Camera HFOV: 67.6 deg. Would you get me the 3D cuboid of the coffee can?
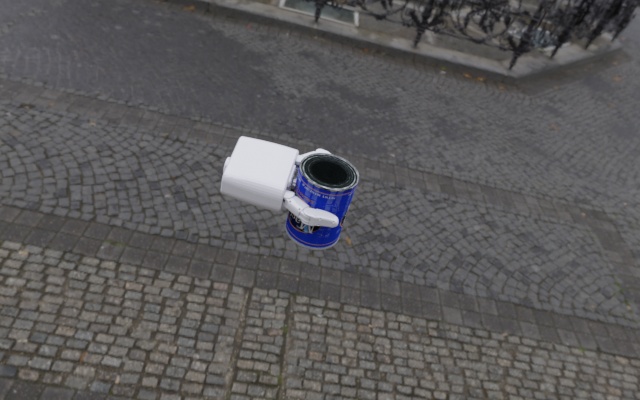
[{"bbox_3d":[0.000,0.003,0.837,0.103,0.140,0.102,10,39,-8],"label":"coffee can"}]
